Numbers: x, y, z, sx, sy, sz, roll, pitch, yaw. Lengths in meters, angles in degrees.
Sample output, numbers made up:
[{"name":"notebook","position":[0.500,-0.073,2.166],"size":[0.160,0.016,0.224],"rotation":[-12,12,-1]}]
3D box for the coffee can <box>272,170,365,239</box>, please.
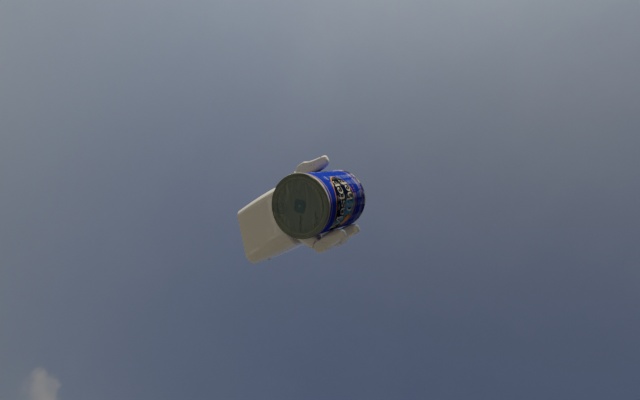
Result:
[{"name":"coffee can","position":[0.000,0.002,0.790],"size":[0.103,0.103,0.140],"rotation":[0,5,28]}]
